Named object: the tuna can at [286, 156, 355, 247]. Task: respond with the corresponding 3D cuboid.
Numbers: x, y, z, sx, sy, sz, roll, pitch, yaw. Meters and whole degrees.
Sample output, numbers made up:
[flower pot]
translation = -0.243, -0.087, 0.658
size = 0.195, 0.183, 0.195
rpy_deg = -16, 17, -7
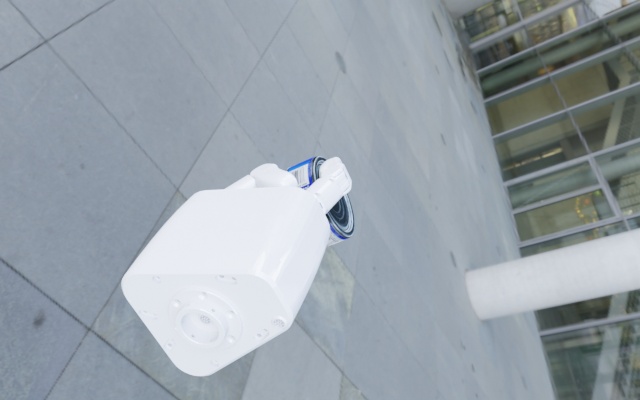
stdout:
[tuna can]
translation = 0.001, 0.001, 0.459
size = 0.034, 0.086, 0.086
rpy_deg = -22, -8, 20
